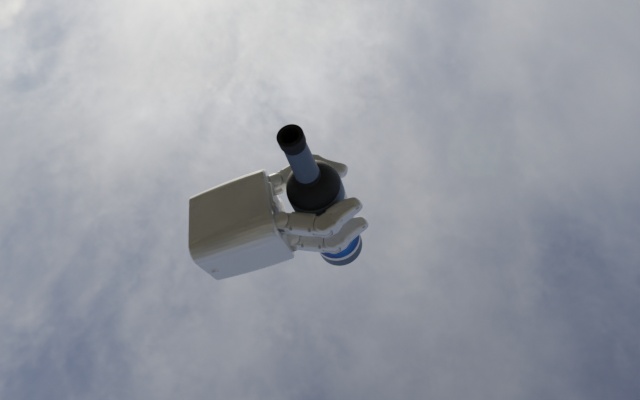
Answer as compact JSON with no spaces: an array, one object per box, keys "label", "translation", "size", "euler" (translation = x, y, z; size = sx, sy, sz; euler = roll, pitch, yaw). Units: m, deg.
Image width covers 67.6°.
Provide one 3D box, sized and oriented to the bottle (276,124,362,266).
[{"label":"bottle","translation":[0.000,0.002,0.590],"size":[0.069,0.069,0.296],"euler":[0,-26,13]}]
